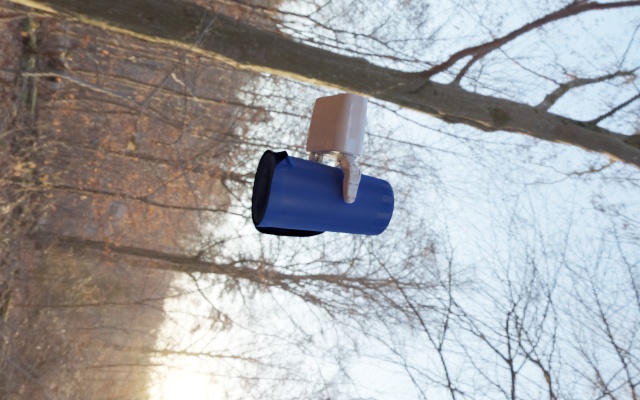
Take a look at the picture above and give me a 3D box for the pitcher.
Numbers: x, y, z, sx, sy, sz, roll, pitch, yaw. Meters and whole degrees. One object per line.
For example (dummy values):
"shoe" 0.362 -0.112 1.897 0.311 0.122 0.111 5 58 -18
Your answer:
"pitcher" 0.000 0.003 0.859 0.243 0.145 0.149 10 -4 -21
